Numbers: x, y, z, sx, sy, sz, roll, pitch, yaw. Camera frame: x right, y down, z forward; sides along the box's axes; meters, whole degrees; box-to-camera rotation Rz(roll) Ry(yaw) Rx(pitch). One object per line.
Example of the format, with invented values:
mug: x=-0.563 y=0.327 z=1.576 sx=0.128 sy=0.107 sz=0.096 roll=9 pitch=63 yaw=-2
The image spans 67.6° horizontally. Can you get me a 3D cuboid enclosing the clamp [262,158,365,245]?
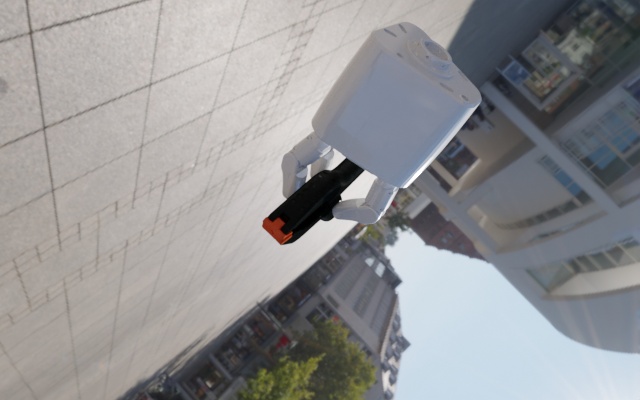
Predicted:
clamp: x=0.001 y=0.002 z=0.542 sx=0.210 sy=0.036 sz=0.165 roll=-38 pitch=-14 yaw=-48
